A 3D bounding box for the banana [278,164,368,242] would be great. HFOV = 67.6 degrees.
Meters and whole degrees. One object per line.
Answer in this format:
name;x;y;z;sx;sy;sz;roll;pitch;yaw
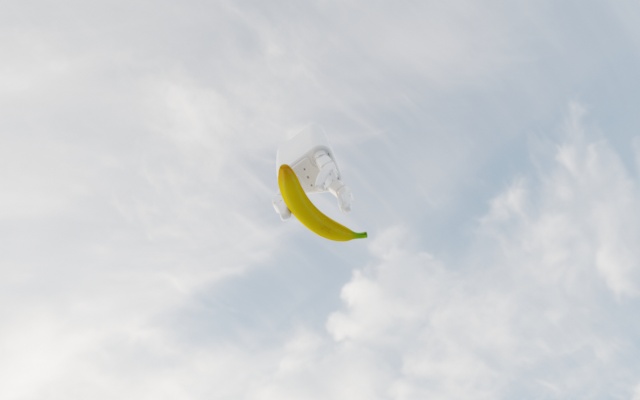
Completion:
banana;-0.011;0.015;0.788;0.070;0.037;0.198;-39;-61;23
